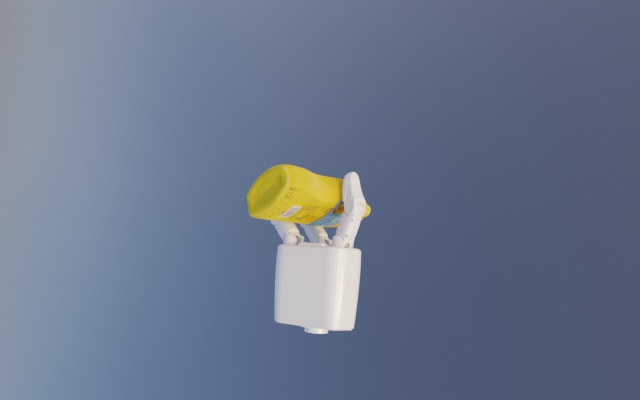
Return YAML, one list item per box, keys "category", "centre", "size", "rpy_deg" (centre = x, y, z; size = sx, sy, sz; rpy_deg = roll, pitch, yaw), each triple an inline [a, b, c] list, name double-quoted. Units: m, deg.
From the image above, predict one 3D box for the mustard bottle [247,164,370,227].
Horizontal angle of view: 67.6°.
- category: "mustard bottle"
  centre: [0.000, 0.002, 0.672]
  size: [0.191, 0.058, 0.096]
  rpy_deg: [12, -36, -40]
